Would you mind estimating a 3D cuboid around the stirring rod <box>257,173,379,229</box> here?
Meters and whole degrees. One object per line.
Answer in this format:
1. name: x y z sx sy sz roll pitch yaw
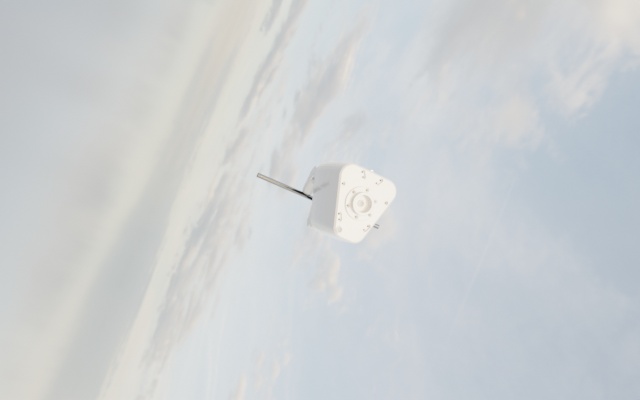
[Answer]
1. stirring rod: 0.000 0.003 0.834 0.239 0.011 0.011 23 -8 -18
